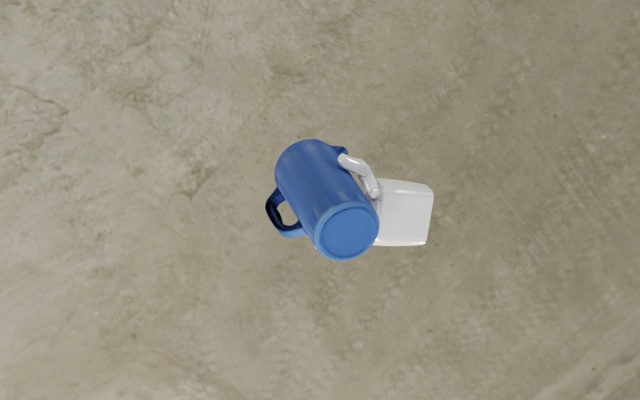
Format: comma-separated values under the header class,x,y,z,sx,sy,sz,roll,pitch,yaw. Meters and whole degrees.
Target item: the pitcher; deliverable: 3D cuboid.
class,x,y,z,sx,sy,sz,roll,pitch,yaw
pitcher,0.000,0.003,0.824,0.145,0.149,0.242,6,25,-21
